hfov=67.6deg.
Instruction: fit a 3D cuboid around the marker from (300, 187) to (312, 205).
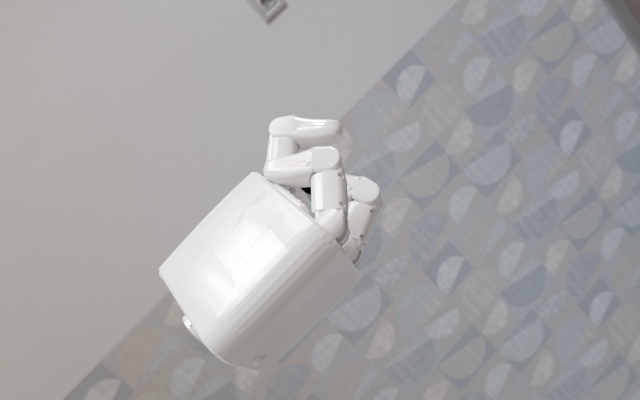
[{"bbox_3d":[0.000,0.001,0.436,0.020,0.020,0.121,0,-25,16],"label":"marker"}]
